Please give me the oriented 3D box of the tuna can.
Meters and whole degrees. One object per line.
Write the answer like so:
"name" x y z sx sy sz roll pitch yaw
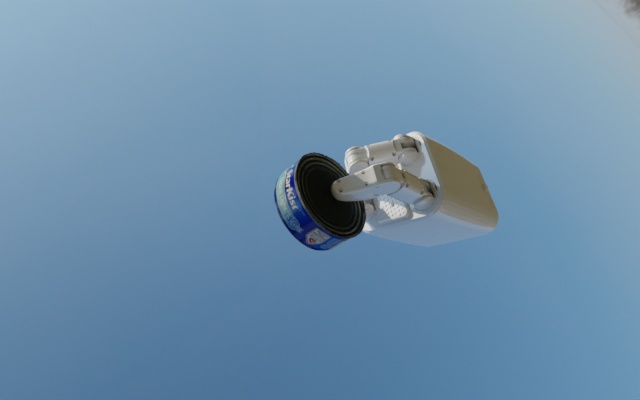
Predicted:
"tuna can" 0.000 0.002 0.434 0.034 0.086 0.086 -34 -22 36
